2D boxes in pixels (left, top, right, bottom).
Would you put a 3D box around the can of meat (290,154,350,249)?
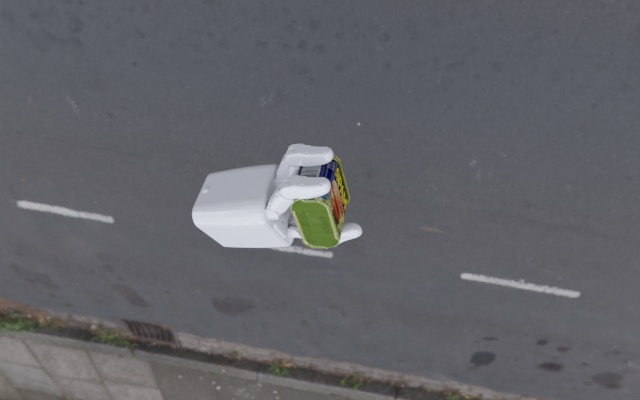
[{"bbox_3d":[0.000,0.002,0.631,0.057,0.084,0.102,-2,-44,16],"label":"can of meat"}]
